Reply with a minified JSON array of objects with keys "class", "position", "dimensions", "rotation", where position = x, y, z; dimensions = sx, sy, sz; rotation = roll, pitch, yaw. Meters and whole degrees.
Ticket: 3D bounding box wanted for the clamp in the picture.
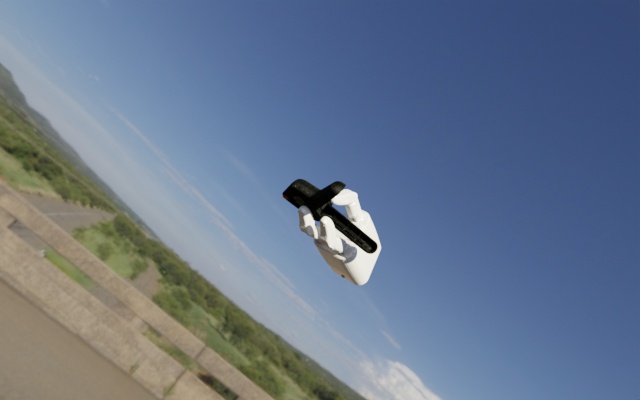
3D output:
[{"class":"clamp","position":[0.000,0.002,0.839],"dimensions":[0.210,0.036,0.165],"rotation":[27,-27,40]}]
